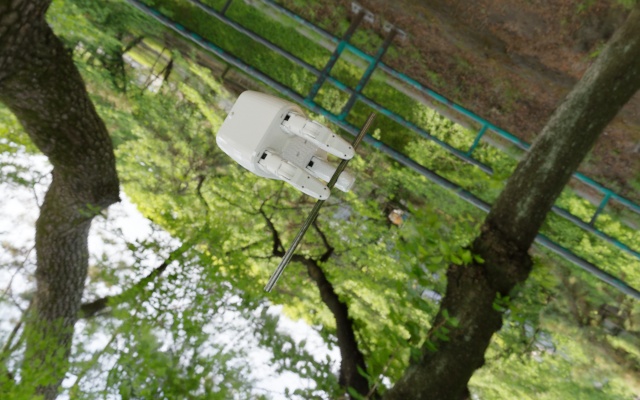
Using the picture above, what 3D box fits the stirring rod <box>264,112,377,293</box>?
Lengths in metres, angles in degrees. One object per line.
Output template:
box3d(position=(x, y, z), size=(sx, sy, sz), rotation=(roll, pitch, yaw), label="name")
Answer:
box3d(position=(0.000, 0.002, 0.555), size=(0.011, 0.239, 0.011), rotation=(31, 0, 0), label="stirring rod")
